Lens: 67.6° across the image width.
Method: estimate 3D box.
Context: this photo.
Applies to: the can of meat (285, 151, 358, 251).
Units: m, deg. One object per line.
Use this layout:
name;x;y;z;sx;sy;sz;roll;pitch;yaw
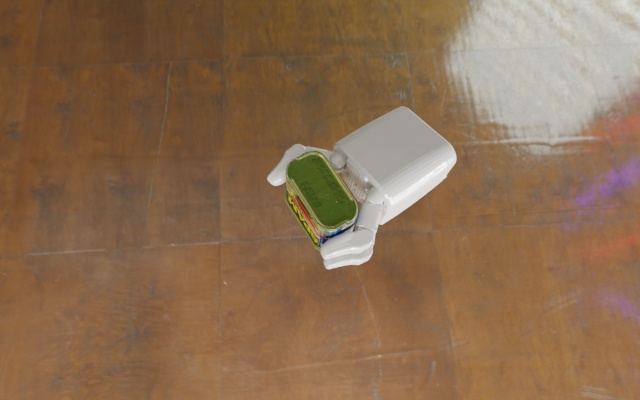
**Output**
can of meat;0.000;0.002;0.563;0.057;0.102;0.084;-30;-16;-12
